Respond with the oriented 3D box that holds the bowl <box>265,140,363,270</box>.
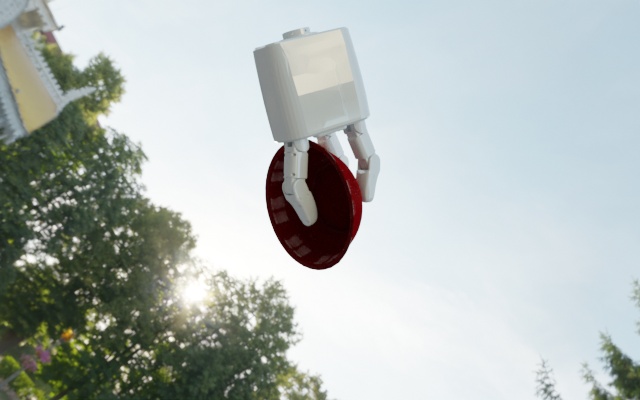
[{"bbox_3d":[0.000,0.003,0.593,0.055,0.162,0.162,-13,9,-41],"label":"bowl"}]
